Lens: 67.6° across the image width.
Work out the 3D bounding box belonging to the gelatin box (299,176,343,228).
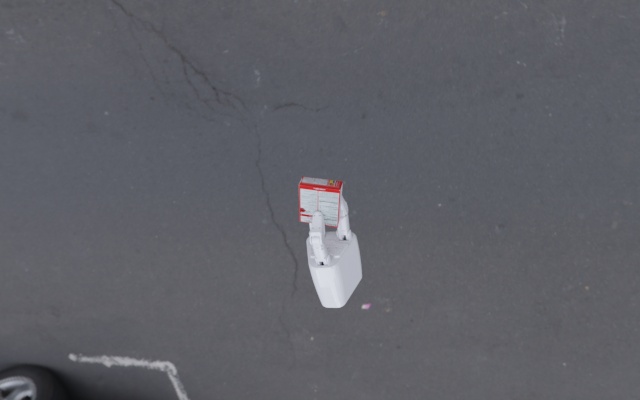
[{"bbox_3d":[0.000,0.003,0.851,0.073,0.089,0.030,8,40,8],"label":"gelatin box"}]
